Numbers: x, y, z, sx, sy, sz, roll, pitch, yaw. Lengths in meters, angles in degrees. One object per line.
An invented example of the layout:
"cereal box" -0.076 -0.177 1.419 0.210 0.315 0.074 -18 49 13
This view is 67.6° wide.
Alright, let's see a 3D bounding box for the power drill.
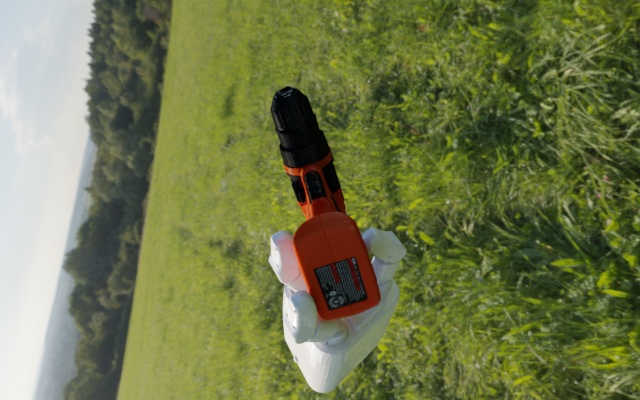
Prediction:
"power drill" 0.000 0.002 0.450 0.057 0.184 0.187 -18 32 4
